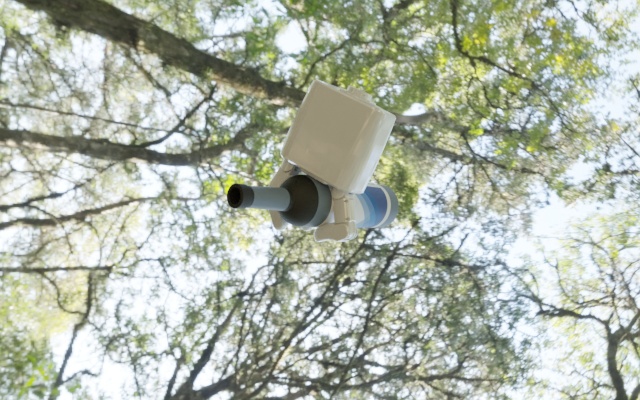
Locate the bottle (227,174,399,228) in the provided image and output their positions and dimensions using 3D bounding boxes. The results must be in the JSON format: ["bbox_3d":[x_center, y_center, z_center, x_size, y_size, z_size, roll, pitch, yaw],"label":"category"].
[{"bbox_3d":[0.000,0.002,0.628,0.069,0.069,0.296,0,-3,39],"label":"bottle"}]
